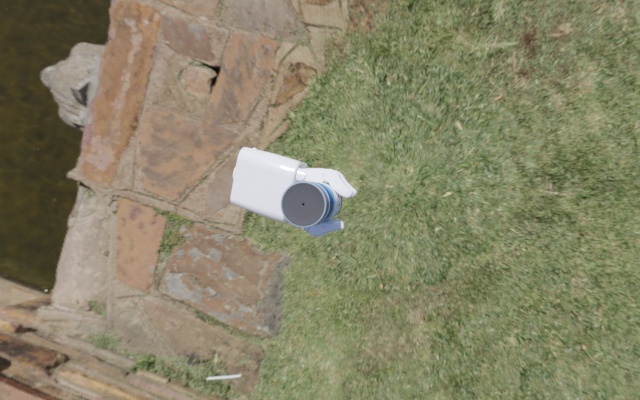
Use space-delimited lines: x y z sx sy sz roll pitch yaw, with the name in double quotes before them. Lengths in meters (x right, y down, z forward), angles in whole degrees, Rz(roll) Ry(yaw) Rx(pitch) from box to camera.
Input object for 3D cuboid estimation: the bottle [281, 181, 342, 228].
"bottle" 0.000 0.003 0.818 0.069 0.069 0.295 0 1 10
